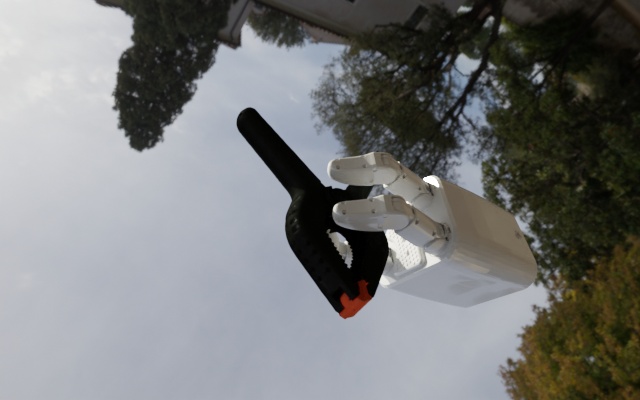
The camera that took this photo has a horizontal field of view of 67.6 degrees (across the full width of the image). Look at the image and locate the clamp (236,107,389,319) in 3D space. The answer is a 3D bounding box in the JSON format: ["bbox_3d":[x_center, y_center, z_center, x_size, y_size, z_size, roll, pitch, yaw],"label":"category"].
[{"bbox_3d":[0.000,0.002,0.418,0.164,0.209,0.036,19,-50,-22],"label":"clamp"}]
